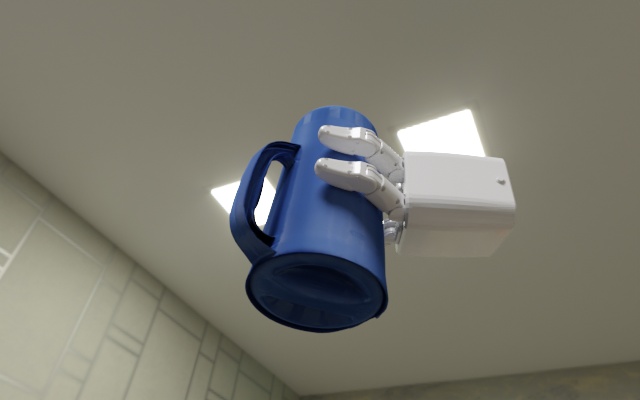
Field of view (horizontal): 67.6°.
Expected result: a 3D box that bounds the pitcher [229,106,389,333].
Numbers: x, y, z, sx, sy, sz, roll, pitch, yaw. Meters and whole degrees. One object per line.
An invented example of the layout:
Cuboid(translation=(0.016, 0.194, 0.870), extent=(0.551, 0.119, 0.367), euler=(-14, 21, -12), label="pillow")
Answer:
Cuboid(translation=(0.000, 0.002, 0.513), extent=(0.145, 0.242, 0.149), euler=(3, -44, 5), label="pitcher")
